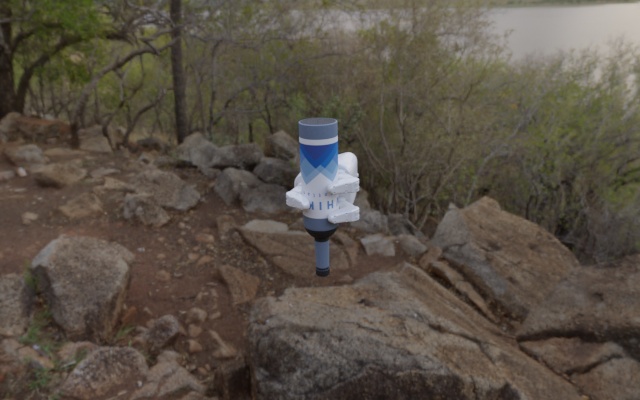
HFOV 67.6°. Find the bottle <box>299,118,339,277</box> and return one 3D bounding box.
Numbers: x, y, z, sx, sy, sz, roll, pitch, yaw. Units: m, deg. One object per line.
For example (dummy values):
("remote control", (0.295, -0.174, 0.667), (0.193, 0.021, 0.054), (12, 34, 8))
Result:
("bottle", (0.000, 0.003, 0.865), (0.069, 0.296, 0.069), (-2, 21, 1))
